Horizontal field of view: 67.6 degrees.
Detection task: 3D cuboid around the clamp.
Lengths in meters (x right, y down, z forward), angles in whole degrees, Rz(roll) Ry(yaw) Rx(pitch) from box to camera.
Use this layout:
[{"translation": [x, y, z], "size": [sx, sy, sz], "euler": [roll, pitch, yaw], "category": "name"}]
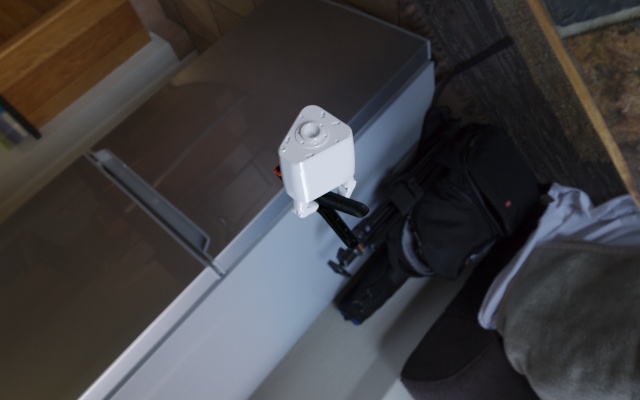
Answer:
[{"translation": [-0.001, 0.003, 0.878], "size": [0.210, 0.036, 0.165], "euler": [36, -24, 21], "category": "clamp"}]
